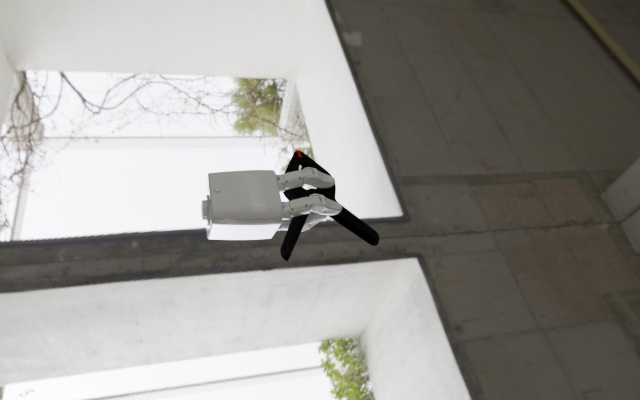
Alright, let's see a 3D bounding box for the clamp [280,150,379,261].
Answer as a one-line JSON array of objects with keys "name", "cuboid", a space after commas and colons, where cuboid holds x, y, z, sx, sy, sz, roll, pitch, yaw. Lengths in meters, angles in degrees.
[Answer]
[{"name": "clamp", "cuboid": [0.000, 0.003, 0.790, 0.164, 0.209, 0.036, -1, -37, -19]}]
